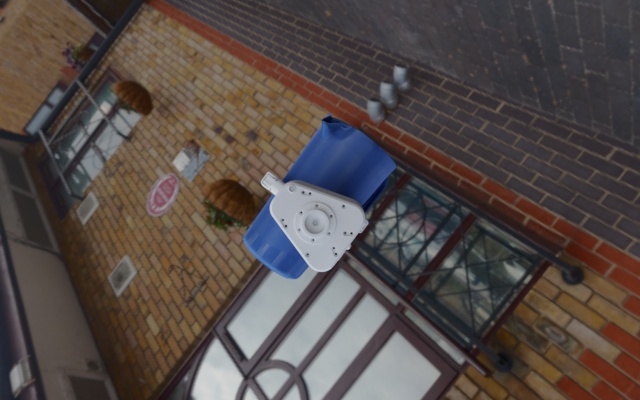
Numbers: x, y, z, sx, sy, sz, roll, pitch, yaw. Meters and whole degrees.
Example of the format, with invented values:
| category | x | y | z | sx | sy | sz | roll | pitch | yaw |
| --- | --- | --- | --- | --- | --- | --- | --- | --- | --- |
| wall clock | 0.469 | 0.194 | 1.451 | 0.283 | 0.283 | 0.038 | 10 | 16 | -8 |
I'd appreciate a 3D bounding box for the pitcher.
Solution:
| category | x | y | z | sx | sy | sz | roll | pitch | yaw |
| --- | --- | --- | --- | --- | --- | --- | --- | --- | --- |
| pitcher | 0.000 | 0.002 | 0.743 | 0.149 | 0.243 | 0.145 | 38 | 1 | -2 |
